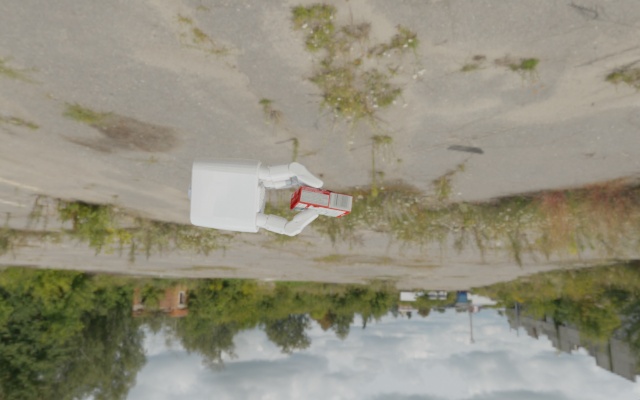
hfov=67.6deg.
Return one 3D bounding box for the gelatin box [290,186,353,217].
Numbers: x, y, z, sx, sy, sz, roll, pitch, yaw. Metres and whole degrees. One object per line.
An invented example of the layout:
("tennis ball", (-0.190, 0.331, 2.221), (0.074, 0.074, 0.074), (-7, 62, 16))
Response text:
("gelatin box", (0.000, 0.003, 0.775), (0.089, 0.030, 0.073), (11, -11, -11))
